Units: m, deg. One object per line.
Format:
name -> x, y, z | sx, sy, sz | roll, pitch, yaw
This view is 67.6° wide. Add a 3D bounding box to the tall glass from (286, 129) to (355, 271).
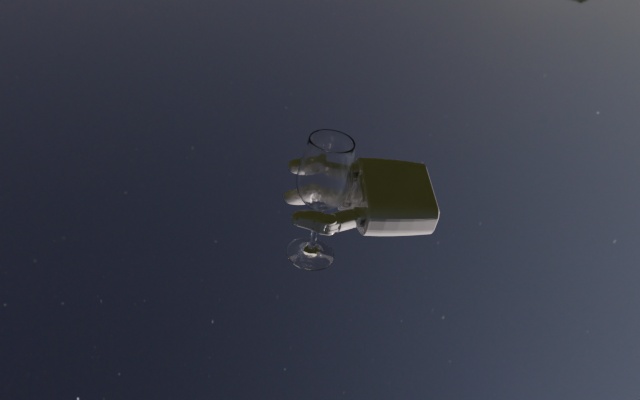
tall glass -> 0.000, 0.003, 0.675 | 0.079, 0.201, 0.079 | 7, 36, -5
